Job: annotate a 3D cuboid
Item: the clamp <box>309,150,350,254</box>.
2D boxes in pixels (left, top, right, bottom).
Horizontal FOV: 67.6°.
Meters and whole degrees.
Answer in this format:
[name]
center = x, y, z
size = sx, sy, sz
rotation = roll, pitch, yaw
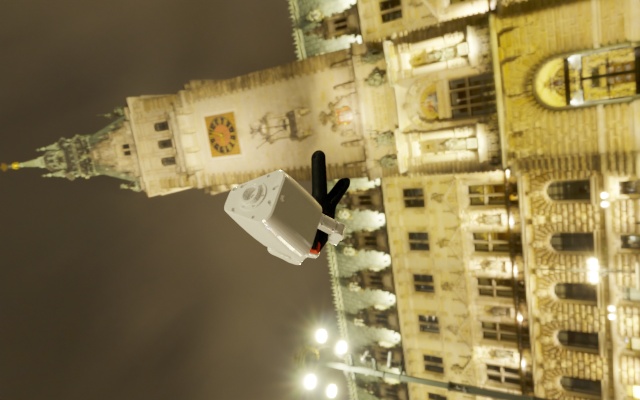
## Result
[clamp]
center = 0.000, 0.003, 0.821
size = 0.039, 0.171, 0.120
rotation = -4, -35, 36
